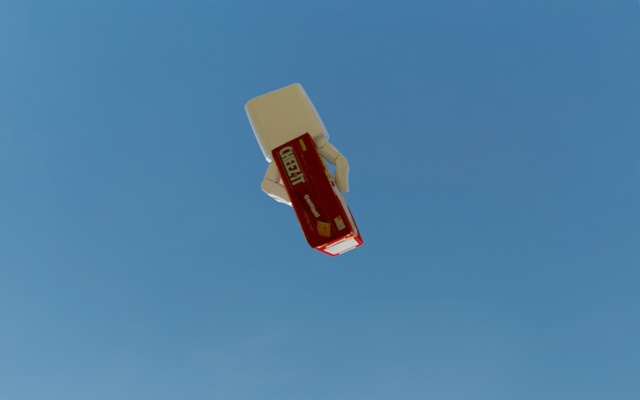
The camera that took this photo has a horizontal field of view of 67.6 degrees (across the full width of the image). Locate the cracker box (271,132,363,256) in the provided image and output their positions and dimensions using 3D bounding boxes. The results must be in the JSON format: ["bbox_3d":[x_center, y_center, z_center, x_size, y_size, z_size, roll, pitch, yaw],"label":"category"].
[{"bbox_3d":[0.000,0.003,0.784,0.072,0.164,0.214,-25,-13,5],"label":"cracker box"}]
